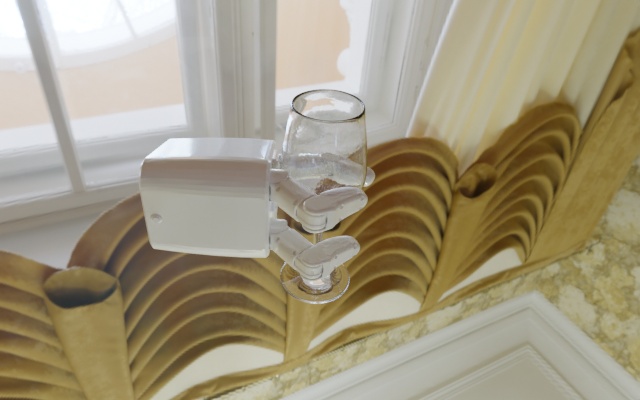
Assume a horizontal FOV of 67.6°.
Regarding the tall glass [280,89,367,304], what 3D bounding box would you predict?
[{"bbox_3d":[0.000,0.002,0.449,0.079,0.201,0.079,3,36,-2],"label":"tall glass"}]
